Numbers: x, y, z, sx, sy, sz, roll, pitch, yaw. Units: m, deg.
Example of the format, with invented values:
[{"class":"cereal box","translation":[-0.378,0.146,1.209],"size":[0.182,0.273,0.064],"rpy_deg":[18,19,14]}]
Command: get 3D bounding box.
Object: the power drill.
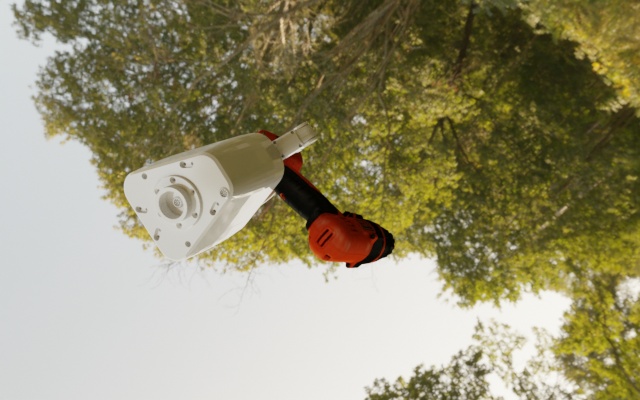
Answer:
[{"class":"power drill","translation":[0.000,0.002,0.566],"size":[0.187,0.057,0.184],"rpy_deg":[43,11,23]}]
